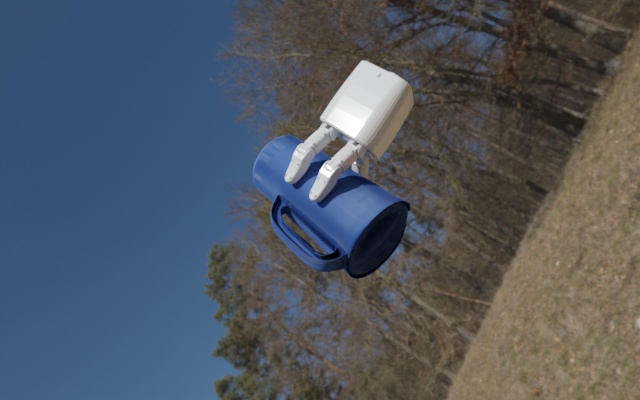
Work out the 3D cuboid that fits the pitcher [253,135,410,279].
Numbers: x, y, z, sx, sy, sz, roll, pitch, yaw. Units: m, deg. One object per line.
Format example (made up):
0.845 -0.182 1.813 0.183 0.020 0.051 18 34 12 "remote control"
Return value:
0.000 0.002 0.727 0.242 0.145 0.149 37 7 31 "pitcher"
